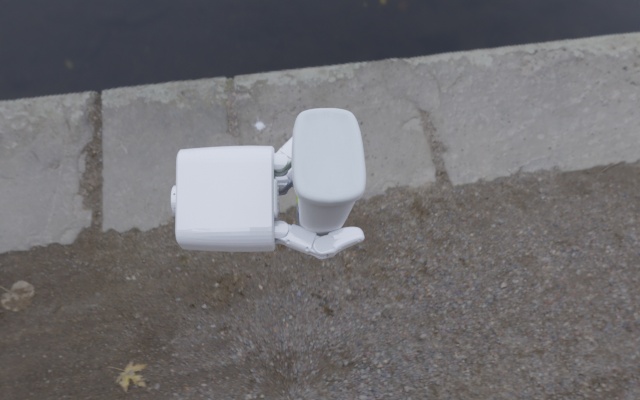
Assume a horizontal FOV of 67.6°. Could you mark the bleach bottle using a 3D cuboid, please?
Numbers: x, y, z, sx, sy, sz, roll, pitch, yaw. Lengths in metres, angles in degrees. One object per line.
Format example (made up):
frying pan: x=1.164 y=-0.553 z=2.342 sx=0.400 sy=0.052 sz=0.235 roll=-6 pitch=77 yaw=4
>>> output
bleach bottle: x=0.000 y=0.002 z=0.552 sx=0.068 sy=0.102 sz=0.251 roll=-1 pitch=-23 yaw=-4
